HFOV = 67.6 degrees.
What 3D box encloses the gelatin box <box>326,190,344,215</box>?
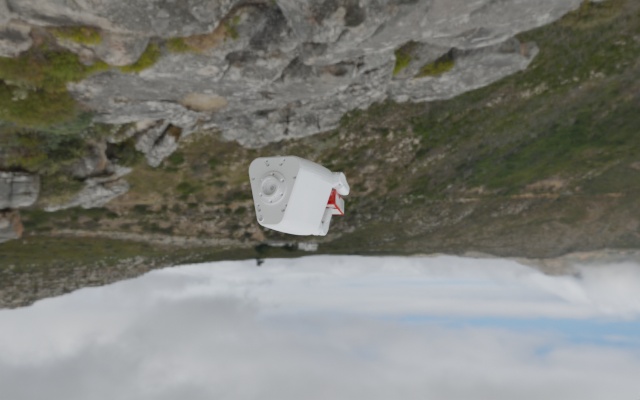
[{"bbox_3d":[0.000,0.003,0.875,0.073,0.030,0.089,0,-14,13],"label":"gelatin box"}]
